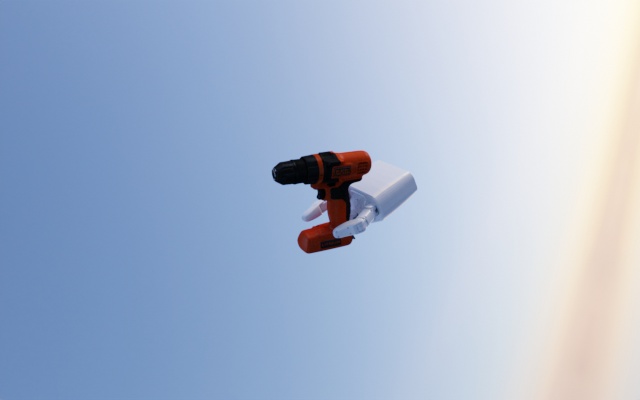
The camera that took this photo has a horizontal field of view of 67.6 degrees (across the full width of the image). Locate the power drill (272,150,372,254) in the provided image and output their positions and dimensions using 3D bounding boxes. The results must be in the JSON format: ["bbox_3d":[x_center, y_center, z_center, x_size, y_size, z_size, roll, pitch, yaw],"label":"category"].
[{"bbox_3d":[0.000,0.003,0.860,0.184,0.188,0.057,-9,33,-22],"label":"power drill"}]
